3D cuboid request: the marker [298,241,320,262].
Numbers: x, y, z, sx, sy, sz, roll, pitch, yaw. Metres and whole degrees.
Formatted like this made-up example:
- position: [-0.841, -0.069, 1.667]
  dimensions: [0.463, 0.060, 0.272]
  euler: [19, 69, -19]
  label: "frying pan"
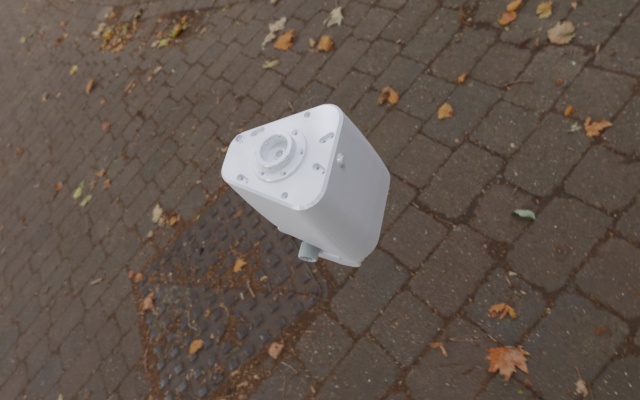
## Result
- position: [0.000, 0.002, 0.481]
  dimensions: [0.020, 0.121, 0.020]
  euler: [11, -21, 4]
  label: "marker"
